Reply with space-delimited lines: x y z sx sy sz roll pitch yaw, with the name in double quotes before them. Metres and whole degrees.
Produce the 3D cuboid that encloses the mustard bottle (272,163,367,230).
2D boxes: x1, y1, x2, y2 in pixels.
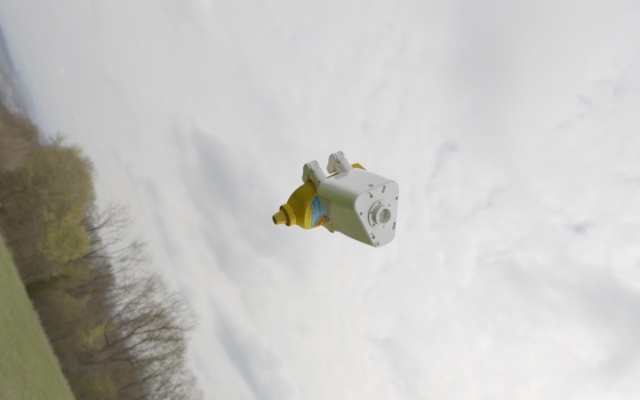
"mustard bottle" 0.000 0.003 0.871 0.191 0.096 0.058 -22 48 -25
